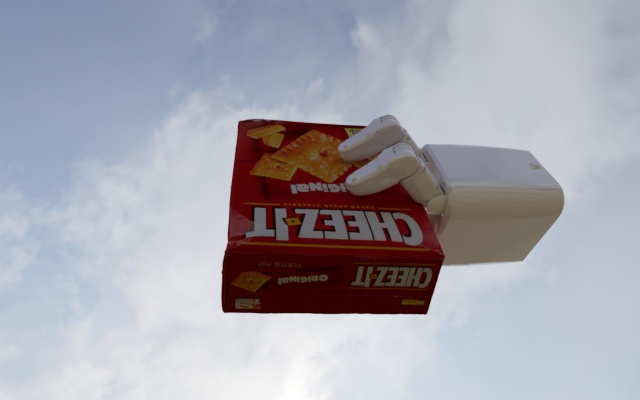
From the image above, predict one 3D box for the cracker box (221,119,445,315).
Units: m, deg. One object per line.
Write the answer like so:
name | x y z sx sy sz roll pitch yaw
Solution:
cracker box | 0.000 0.001 0.438 0.164 0.072 0.213 2 34 -8
